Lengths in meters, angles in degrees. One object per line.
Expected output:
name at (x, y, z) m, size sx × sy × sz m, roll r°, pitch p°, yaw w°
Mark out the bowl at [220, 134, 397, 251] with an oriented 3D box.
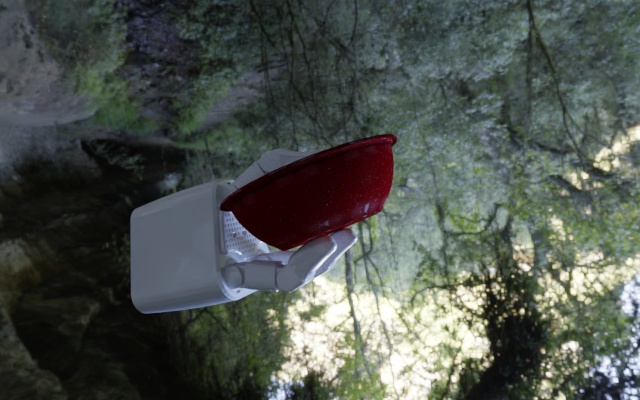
bowl at (0.001, 0.001, 0.408) m, size 0.162 × 0.055 × 0.162 m, roll -22°, pitch -5°, yaw -2°
